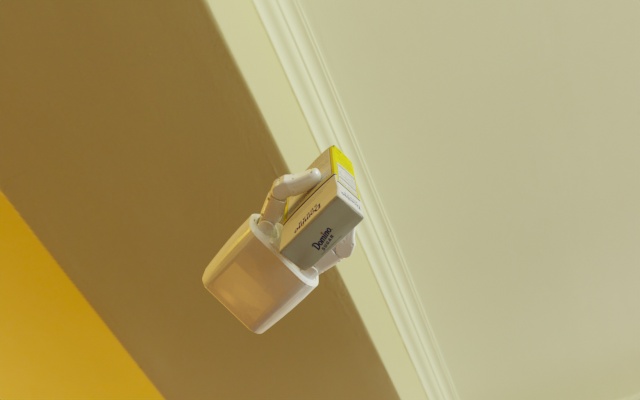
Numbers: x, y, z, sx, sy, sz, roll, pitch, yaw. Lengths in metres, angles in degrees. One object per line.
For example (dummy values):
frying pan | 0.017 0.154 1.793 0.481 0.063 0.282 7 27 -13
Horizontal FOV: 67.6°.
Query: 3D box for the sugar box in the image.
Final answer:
sugar box | 0.000 0.002 0.572 0.048 0.093 0.176 39 18 -18
